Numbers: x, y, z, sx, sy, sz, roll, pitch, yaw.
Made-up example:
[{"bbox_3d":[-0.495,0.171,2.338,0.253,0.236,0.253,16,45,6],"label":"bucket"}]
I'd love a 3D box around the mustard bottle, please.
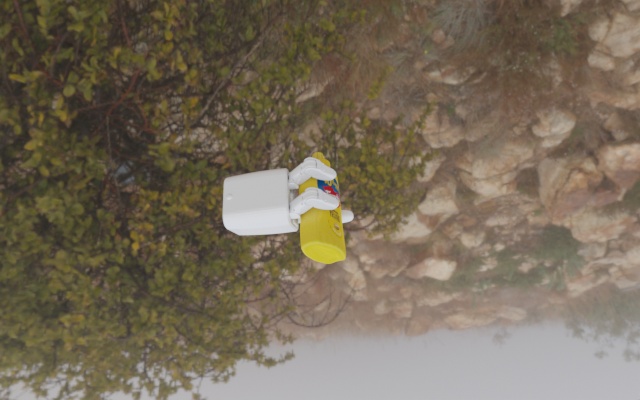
[{"bbox_3d":[0.000,0.003,0.798,0.058,0.191,0.096,-19,-32,26],"label":"mustard bottle"}]
